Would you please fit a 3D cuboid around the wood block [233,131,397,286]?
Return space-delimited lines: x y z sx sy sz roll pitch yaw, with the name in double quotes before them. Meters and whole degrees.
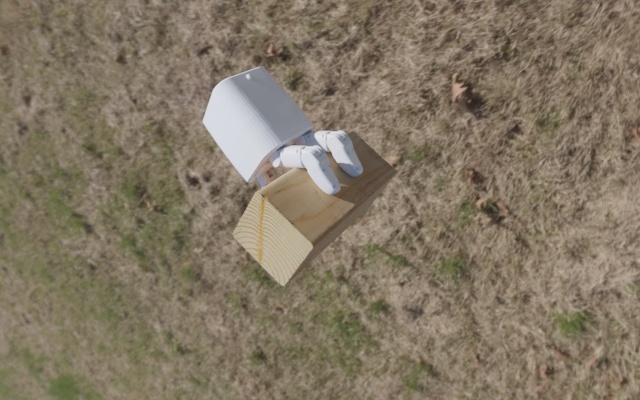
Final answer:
"wood block" 0.000 0.002 0.609 0.206 0.090 0.091 -38 -12 -46
